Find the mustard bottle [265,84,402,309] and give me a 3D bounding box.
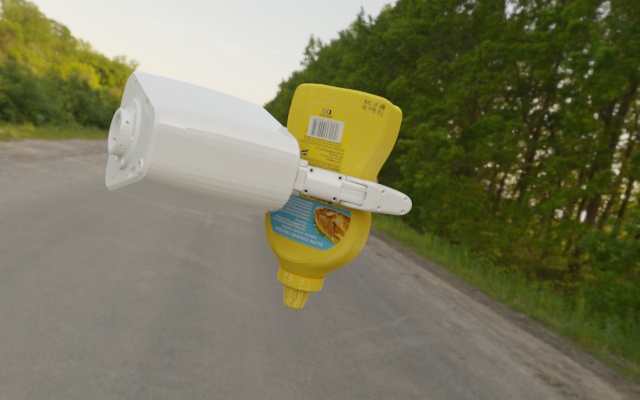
[{"bbox_3d":[0.000,0.001,0.415,0.096,0.191,0.058,18,5,28],"label":"mustard bottle"}]
